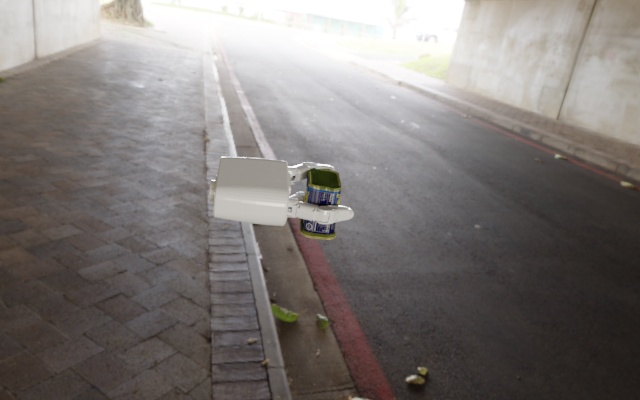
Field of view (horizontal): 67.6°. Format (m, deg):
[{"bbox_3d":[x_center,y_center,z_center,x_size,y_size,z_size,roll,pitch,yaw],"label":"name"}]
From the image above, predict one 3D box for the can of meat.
[{"bbox_3d":[0.000,0.002,0.761,0.057,0.084,0.102,7,20,-5],"label":"can of meat"}]
